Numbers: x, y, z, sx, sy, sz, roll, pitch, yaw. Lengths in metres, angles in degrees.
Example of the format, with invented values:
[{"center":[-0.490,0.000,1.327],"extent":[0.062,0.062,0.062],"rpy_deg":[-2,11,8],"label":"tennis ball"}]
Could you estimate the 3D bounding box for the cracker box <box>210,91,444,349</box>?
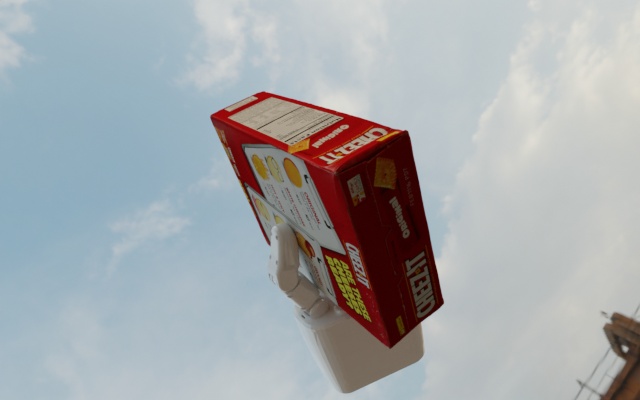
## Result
[{"center":[0.000,0.001,0.420],"extent":[0.072,0.164,0.213],"rpy_deg":[-32,33,-21],"label":"cracker box"}]
